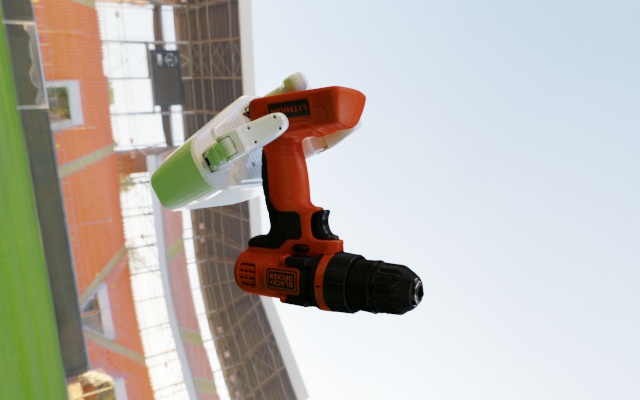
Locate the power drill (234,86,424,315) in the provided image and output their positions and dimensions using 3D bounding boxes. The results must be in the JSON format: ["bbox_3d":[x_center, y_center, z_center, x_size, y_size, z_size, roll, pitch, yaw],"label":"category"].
[{"bbox_3d":[0.000,0.001,0.412,0.184,0.187,0.057,1,1,33],"label":"power drill"}]
